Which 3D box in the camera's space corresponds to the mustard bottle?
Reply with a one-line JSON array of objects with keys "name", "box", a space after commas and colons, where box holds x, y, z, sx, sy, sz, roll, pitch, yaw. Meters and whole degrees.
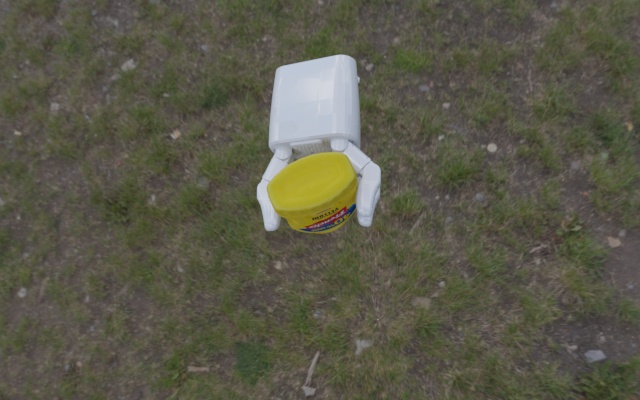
[{"name": "mustard bottle", "box": [0.000, 0.002, 0.590, 0.096, 0.058, 0.192, -24, -15, 1]}]
